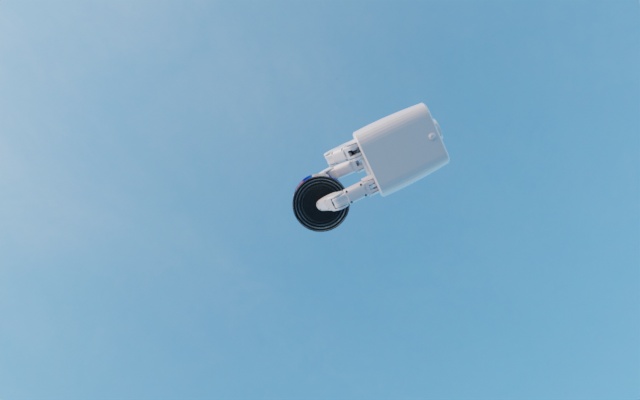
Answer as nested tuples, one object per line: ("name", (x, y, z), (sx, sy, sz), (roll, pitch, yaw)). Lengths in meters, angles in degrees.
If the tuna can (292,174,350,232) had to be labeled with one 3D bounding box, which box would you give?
("tuna can", (0.000, 0.002, 0.725), (0.086, 0.086, 0.033), (0, 12, -3))
